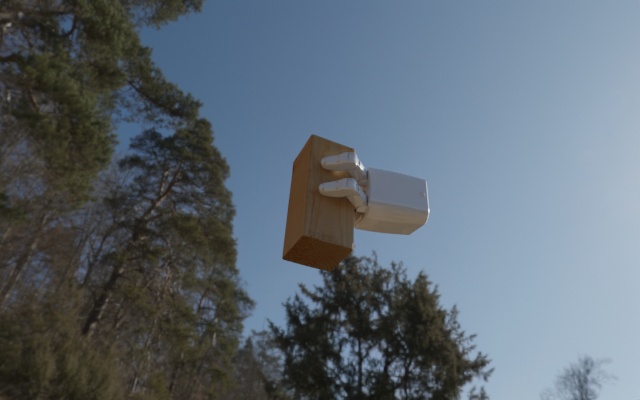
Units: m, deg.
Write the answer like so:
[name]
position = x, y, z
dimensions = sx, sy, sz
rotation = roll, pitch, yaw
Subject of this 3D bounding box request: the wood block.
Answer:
[wood block]
position = 0.000, 0.003, 0.815
dimensions = 0.090, 0.206, 0.091
rotation = 17, -38, -17
